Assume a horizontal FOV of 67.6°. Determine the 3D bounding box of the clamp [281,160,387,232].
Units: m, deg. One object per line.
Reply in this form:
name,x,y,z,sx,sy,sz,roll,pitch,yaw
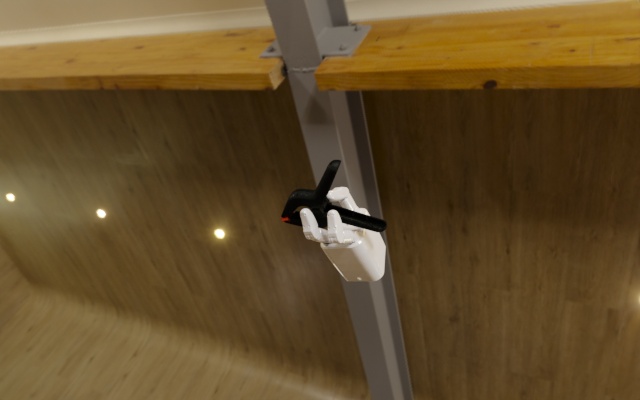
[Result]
clamp,0.000,0.003,0.879,0.210,0.165,0.036,-7,38,37
